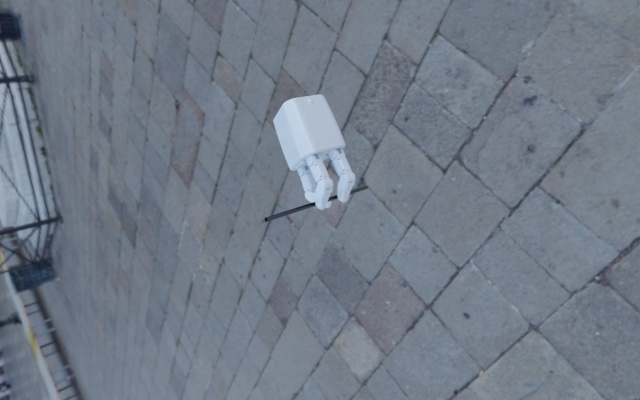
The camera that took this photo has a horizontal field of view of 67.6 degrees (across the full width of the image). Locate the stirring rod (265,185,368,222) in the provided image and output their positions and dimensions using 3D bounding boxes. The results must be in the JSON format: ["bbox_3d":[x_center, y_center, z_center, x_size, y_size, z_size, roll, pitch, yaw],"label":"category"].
[{"bbox_3d":[0.000,0.003,0.864,0.239,0.011,0.011,-18,11,-38],"label":"stirring rod"}]
